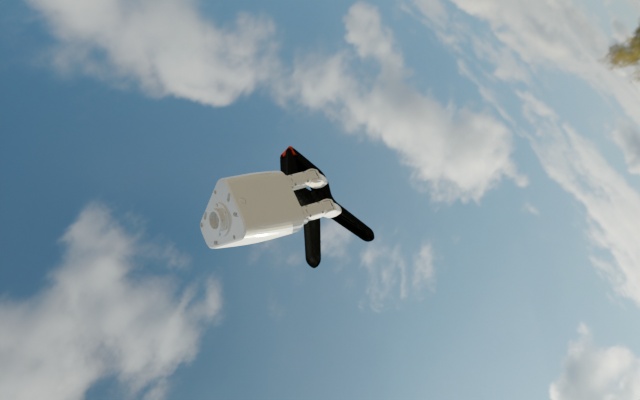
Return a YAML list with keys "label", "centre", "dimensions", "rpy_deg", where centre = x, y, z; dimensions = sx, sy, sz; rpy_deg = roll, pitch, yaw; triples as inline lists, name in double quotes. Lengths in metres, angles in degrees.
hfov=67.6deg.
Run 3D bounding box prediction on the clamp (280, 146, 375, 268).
- label: "clamp"
  centre: [-0.001, 0.003, 0.797]
  dimensions: [0.164, 0.210, 0.036]
  rpy_deg: [-8, -25, -47]
